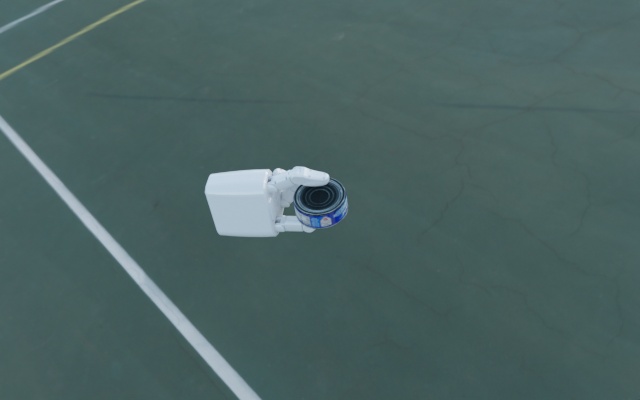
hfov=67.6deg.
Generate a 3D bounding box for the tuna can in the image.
[{"bbox_3d":[0.000,0.002,0.758,0.086,0.086,0.034,0,-43,9],"label":"tuna can"}]
